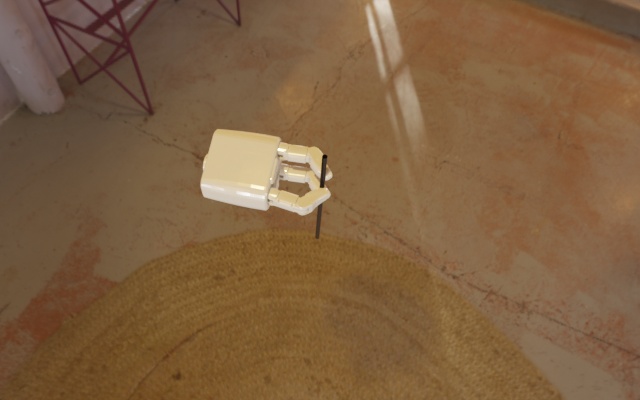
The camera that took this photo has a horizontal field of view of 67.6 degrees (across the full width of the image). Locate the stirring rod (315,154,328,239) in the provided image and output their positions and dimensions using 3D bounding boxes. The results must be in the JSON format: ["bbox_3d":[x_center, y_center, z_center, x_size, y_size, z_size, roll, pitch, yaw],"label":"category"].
[{"bbox_3d":[0.000,0.003,0.788,0.011,0.011,0.240,0,-33,-3],"label":"stirring rod"}]
